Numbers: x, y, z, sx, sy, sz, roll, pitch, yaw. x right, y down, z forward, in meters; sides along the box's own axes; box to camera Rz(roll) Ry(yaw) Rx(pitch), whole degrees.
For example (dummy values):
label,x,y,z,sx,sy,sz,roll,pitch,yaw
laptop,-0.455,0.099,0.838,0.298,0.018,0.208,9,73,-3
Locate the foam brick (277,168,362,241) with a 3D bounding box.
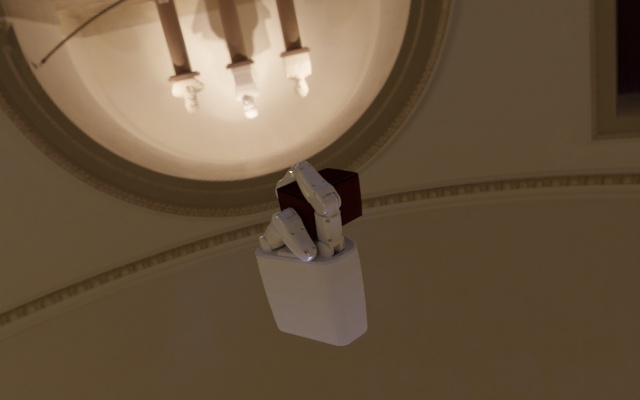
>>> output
label,x,y,z,sx,sy,sz,roll,pitch,yaw
foam brick,0.000,0.002,0.527,0.078,0.051,0.053,-25,25,-33
